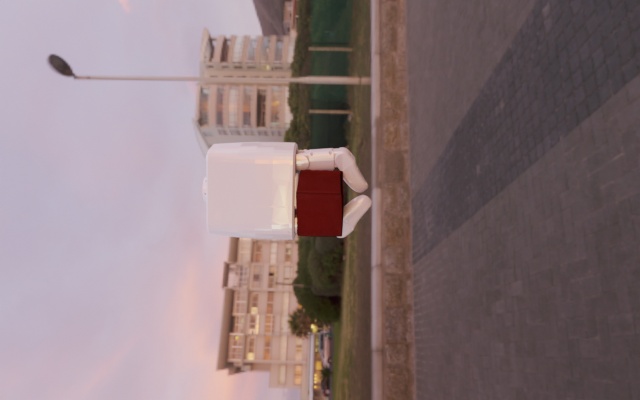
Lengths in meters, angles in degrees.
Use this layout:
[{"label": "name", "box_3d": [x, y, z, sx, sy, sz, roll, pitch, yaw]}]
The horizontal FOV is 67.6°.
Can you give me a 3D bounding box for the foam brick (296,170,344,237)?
[{"label": "foam brick", "box_3d": [0.000, 0.002, 0.545, 0.051, 0.053, 0.078, 1, 22, 1]}]
